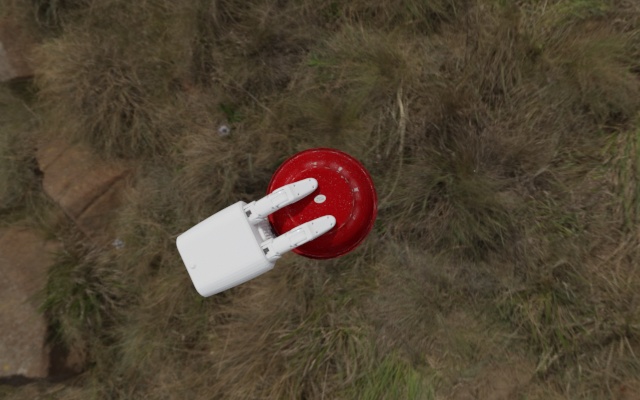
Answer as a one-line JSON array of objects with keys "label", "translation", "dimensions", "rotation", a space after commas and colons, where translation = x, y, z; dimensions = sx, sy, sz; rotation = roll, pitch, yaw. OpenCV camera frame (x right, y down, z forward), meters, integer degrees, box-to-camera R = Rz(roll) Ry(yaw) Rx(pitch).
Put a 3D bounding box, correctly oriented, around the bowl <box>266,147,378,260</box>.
[{"label": "bowl", "translation": [0.001, 0.001, 0.660], "dimensions": [0.162, 0.162, 0.055], "rotation": [0, -4, 3]}]
